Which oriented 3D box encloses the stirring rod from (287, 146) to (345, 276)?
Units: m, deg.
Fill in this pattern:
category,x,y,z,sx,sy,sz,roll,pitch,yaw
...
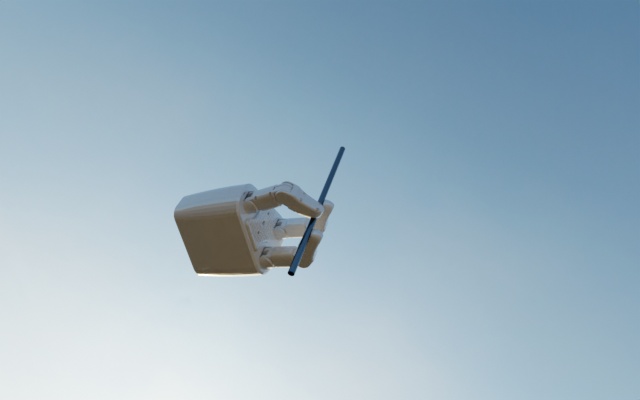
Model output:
category,x,y,z,sx,sy,sz,roll,pitch,yaw
stirring rod,0.000,0.002,0.596,0.011,0.011,0.239,0,39,20
